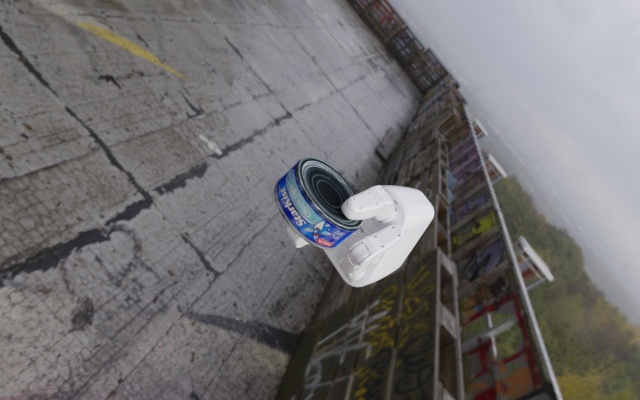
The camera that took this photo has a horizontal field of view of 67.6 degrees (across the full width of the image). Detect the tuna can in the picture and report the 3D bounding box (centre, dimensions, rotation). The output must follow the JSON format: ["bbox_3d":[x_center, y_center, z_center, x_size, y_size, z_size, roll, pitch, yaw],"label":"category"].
[{"bbox_3d":[0.000,0.001,0.449,0.034,0.086,0.086,-41,-22,28],"label":"tuna can"}]
